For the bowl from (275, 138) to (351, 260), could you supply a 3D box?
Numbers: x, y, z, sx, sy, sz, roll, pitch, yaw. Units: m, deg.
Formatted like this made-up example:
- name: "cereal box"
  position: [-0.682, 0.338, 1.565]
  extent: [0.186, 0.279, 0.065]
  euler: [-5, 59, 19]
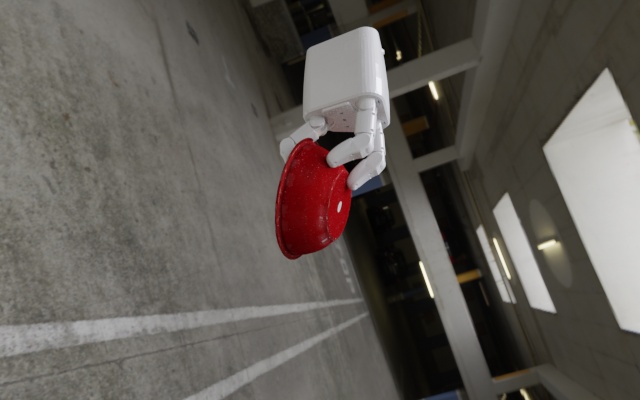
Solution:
- name: "bowl"
  position: [0.000, 0.003, 0.619]
  extent: [0.055, 0.162, 0.162]
  euler: [9, 3, 20]
